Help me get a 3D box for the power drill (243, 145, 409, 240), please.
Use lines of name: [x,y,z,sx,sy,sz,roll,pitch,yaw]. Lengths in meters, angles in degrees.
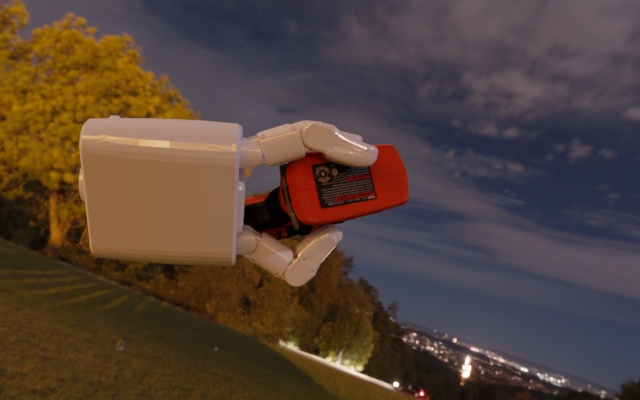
power drill: [0.000,0.001,0.456,0.184,0.057,0.188,-12,-7,-28]
